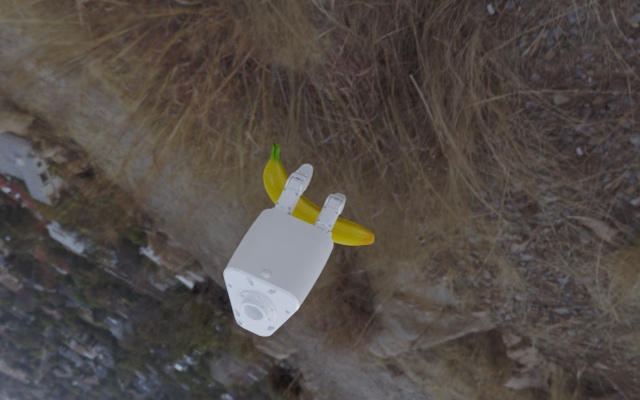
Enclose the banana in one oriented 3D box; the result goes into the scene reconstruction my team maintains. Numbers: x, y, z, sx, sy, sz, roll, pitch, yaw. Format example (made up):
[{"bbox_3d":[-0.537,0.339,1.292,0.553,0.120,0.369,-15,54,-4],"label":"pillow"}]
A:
[{"bbox_3d":[-0.014,0.010,0.678,0.070,0.198,0.037,-41,11,36],"label":"banana"}]
